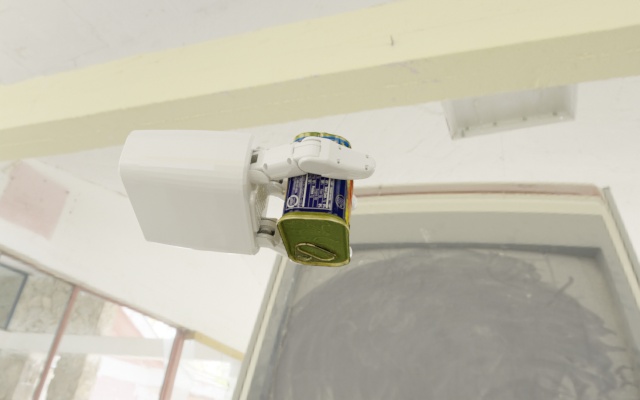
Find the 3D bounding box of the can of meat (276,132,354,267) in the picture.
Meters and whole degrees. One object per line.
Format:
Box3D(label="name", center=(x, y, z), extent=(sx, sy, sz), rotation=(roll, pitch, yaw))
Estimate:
Box3D(label="can of meat", center=(0.000, 0.001, 0.421), extent=(0.057, 0.084, 0.102), rotation=(3, -28, 7))
